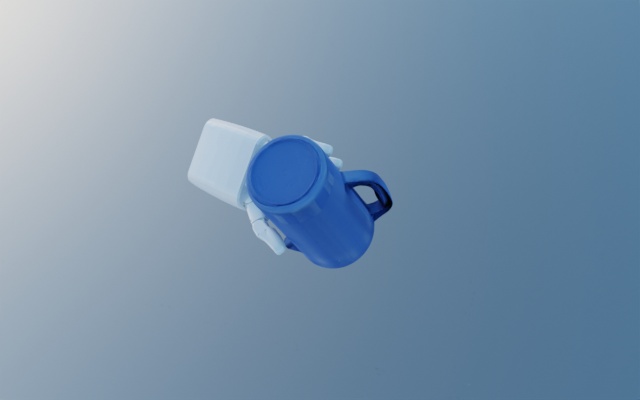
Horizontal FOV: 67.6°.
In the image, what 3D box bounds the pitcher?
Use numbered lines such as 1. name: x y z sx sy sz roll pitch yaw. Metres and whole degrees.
1. pitcher: 0.000 0.002 0.683 0.145 0.149 0.243 24 -11 24
